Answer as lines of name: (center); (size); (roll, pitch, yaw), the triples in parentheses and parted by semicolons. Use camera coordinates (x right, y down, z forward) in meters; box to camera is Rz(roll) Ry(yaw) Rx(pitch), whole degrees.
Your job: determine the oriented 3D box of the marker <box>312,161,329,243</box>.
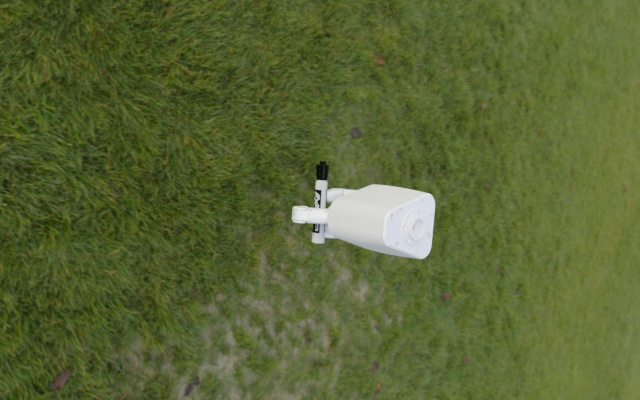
marker: (0.000, 0.002, 0.704); (0.020, 0.121, 0.020); (4, 5, 0)
